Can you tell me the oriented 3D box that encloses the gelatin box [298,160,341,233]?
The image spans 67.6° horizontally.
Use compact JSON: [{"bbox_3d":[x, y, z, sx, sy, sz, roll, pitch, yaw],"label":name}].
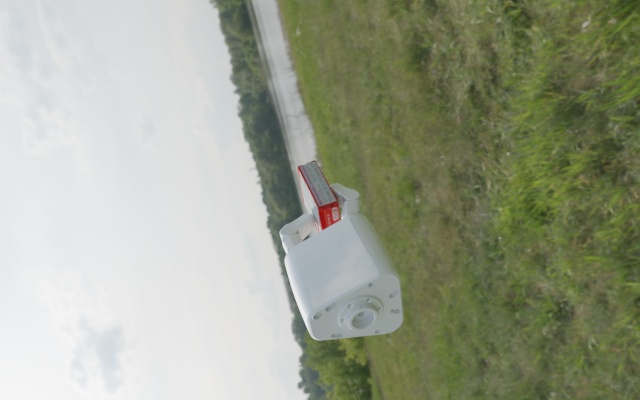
[{"bbox_3d":[0.000,0.002,0.643,0.030,0.073,0.089,-19,48,-10],"label":"gelatin box"}]
